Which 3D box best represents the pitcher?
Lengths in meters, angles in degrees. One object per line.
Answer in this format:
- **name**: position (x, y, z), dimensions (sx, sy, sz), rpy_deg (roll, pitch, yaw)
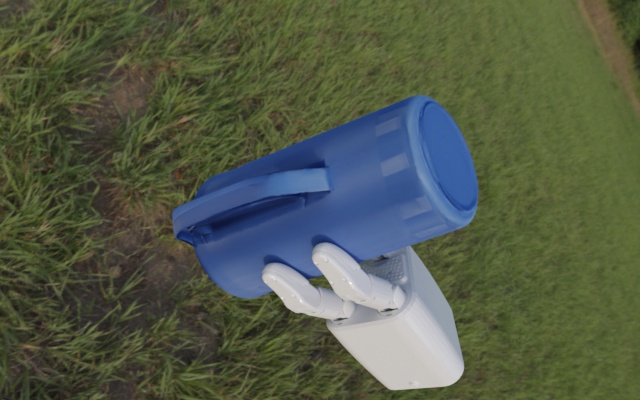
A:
- **pitcher**: position (0.000, 0.001, 0.421), dimensions (0.243, 0.145, 0.149), rpy_deg (-21, 26, 35)
